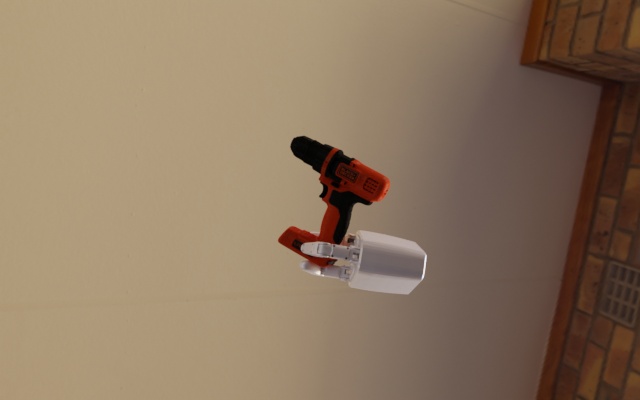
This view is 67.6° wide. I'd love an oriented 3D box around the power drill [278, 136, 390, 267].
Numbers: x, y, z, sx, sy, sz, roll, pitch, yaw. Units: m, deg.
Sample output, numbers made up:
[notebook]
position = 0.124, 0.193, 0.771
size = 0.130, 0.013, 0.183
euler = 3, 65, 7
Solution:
[power drill]
position = 0.000, 0.003, 0.807
size = 0.184, 0.188, 0.057
euler = 29, 13, 16
